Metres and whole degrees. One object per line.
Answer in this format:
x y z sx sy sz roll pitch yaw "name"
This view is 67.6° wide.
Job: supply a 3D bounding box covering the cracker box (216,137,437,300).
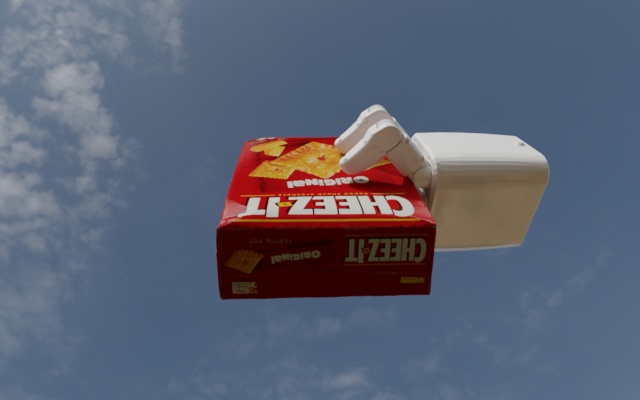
0.000 0.002 0.448 0.164 0.072 0.213 -1 24 -2 "cracker box"
